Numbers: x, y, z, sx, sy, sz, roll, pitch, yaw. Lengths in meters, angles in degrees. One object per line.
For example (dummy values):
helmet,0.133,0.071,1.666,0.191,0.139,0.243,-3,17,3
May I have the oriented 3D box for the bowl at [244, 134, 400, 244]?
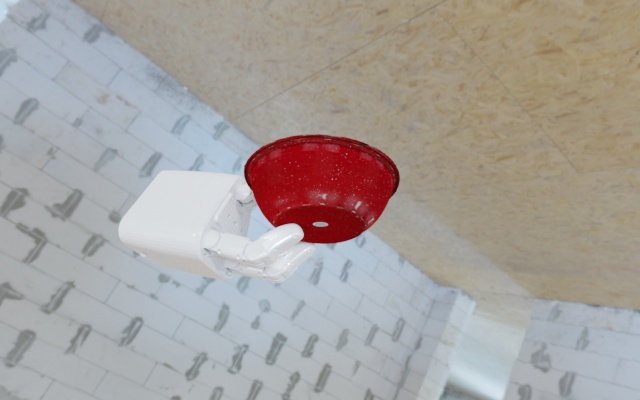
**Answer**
bowl,0.001,0.002,0.483,0.162,0.055,0.162,2,-28,1
